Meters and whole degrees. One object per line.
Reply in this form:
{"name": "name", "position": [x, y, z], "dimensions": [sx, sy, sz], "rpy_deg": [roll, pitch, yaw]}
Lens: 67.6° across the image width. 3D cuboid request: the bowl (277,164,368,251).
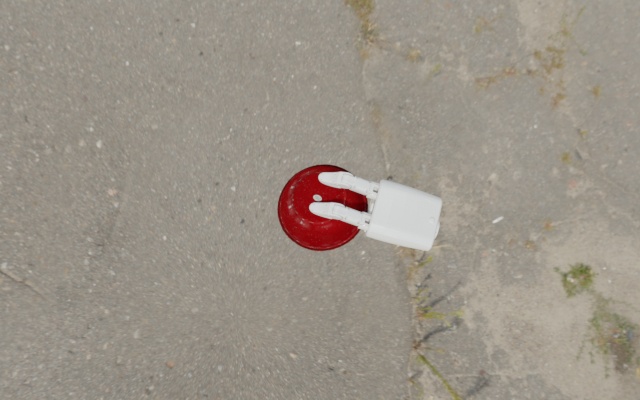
{"name": "bowl", "position": [-0.001, 0.003, 0.821], "dimensions": [0.162, 0.162, 0.055], "rpy_deg": [0, -18, 7]}
